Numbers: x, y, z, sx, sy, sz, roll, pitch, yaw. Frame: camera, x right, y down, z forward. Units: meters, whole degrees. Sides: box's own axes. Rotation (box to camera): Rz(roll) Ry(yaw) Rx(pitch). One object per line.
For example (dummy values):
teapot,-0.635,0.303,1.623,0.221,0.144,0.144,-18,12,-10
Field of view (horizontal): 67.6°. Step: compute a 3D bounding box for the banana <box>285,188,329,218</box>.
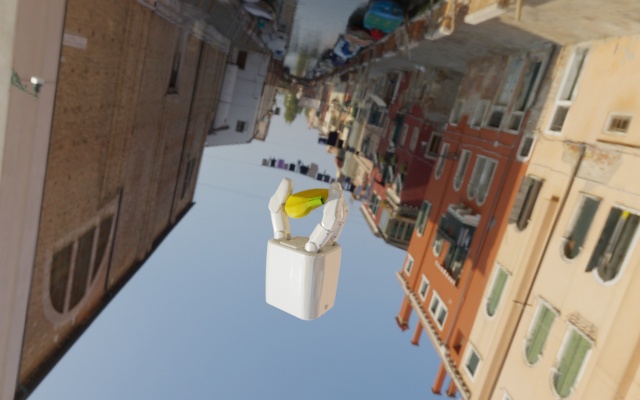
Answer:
banana,-0.019,0.004,0.770,0.069,0.037,0.198,-4,6,5
